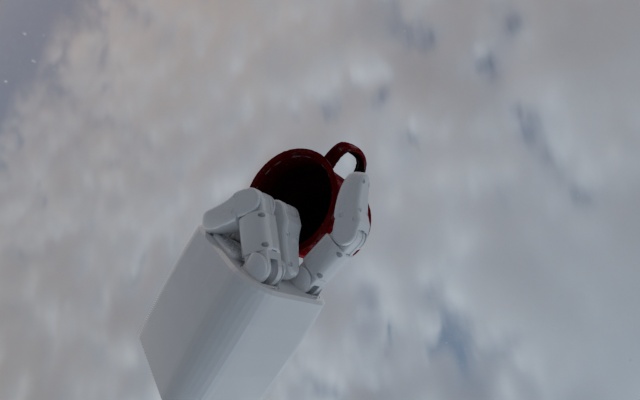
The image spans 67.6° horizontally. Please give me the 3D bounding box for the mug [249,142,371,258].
[{"bbox_3d":[0.001,0.000,0.426,0.093,0.117,0.081,35,3,36],"label":"mug"}]
